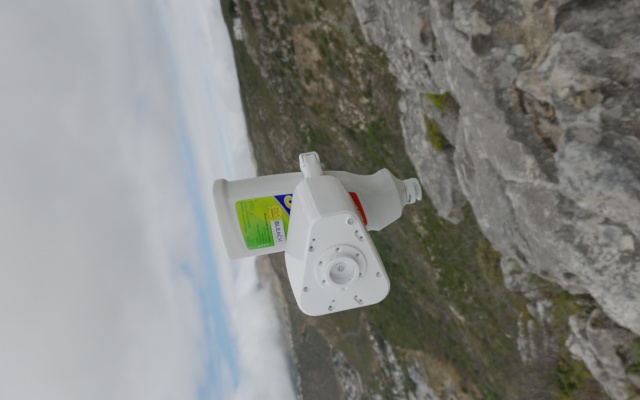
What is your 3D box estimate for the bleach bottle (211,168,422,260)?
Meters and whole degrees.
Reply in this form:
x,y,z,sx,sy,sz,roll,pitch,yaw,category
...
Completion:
x,y,z,sx,sy,sz,roll,pitch,yaw,category
0.000,0.002,0.595,0.251,0.103,0.068,-11,20,-5,bleach bottle
